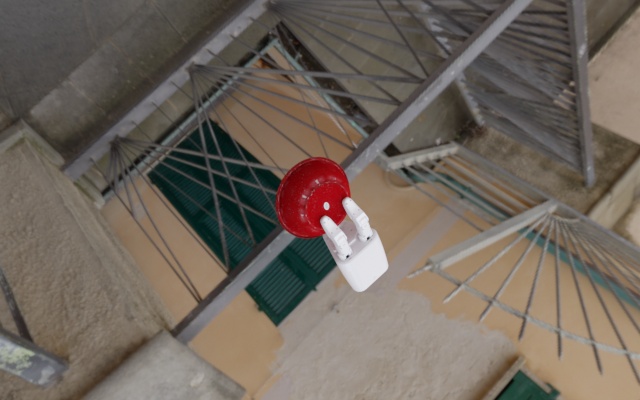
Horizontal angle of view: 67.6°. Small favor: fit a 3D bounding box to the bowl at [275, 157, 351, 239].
[{"bbox_3d":[0.000,0.002,0.886,0.162,0.162,0.055,0,16,-31],"label":"bowl"}]
